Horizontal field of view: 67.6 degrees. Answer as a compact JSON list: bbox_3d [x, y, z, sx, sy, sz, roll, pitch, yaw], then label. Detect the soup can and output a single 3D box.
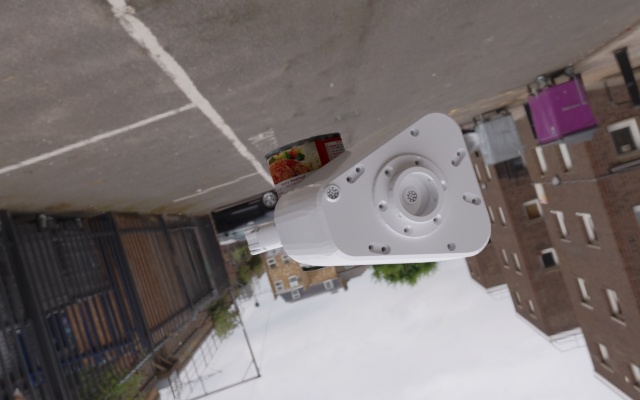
[{"bbox_3d":[0.000,0.002,0.407,0.068,0.102,0.068,-18,0,0],"label":"soup can"}]
